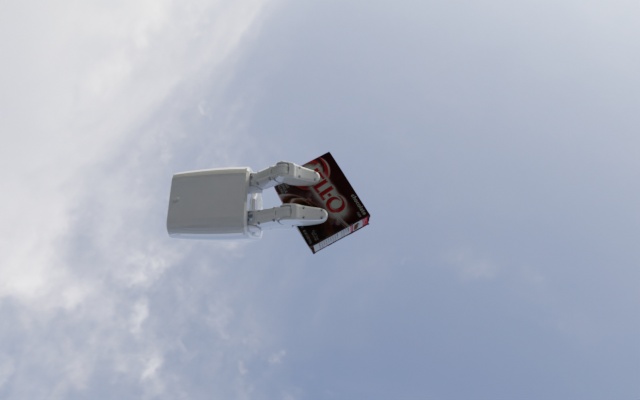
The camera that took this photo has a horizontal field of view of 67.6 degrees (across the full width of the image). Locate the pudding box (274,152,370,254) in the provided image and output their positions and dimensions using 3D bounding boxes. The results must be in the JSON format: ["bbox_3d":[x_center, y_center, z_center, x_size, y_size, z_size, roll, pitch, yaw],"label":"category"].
[{"bbox_3d":[0.000,0.002,0.636,0.090,0.113,0.039,-28,-21,-7],"label":"pudding box"}]
